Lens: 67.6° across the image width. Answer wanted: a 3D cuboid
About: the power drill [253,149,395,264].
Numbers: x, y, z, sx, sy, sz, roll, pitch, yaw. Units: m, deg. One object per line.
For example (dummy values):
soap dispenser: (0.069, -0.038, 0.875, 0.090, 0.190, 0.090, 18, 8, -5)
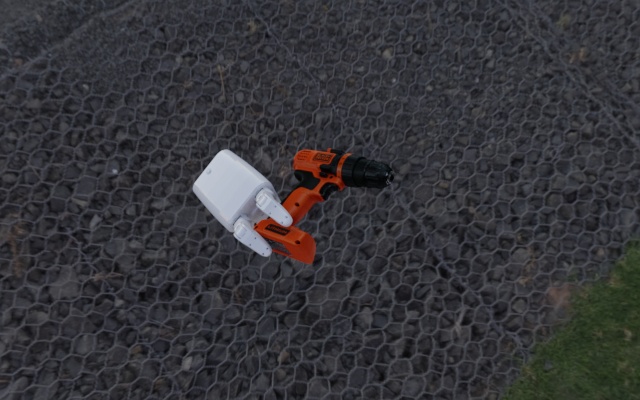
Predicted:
power drill: (0.000, 0.003, 0.726, 0.184, 0.187, 0.057, 12, -33, 40)
